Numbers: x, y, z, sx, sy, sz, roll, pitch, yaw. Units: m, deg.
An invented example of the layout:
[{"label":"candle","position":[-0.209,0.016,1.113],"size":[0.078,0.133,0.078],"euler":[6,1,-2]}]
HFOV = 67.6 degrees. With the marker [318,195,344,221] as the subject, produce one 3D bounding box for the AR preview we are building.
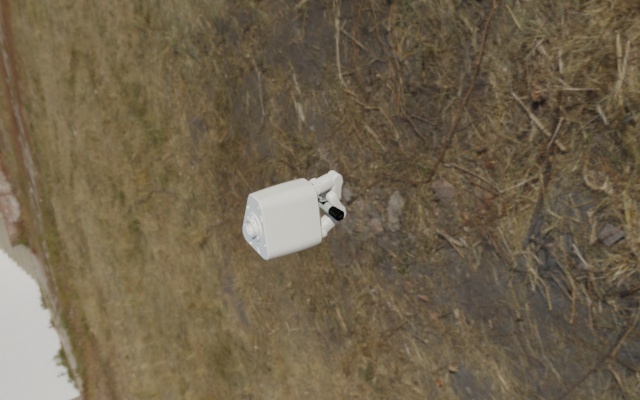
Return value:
[{"label":"marker","position":[0.000,0.003,0.815],"size":[0.020,0.020,0.121],"euler":[0,25,-39]}]
